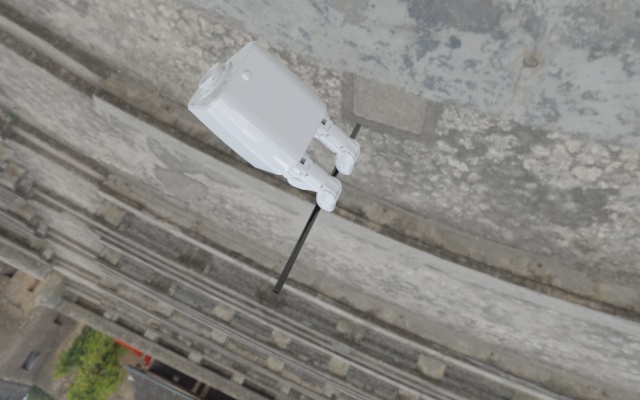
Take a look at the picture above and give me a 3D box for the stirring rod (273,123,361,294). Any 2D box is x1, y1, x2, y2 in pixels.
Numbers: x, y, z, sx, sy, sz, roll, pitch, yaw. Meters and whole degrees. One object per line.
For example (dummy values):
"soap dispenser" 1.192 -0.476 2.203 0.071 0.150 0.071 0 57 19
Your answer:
"stirring rod" 0.000 0.002 0.572 0.011 0.239 0.011 22 -23 10
